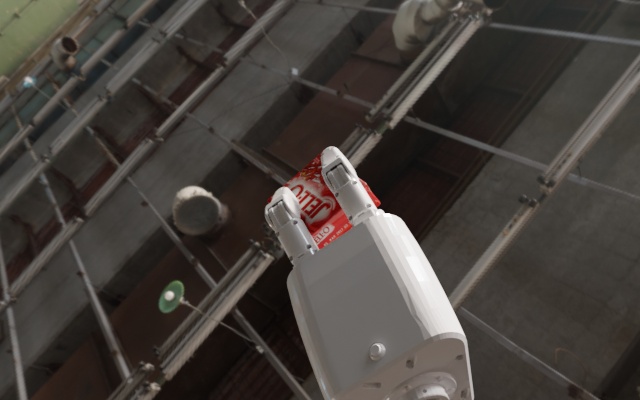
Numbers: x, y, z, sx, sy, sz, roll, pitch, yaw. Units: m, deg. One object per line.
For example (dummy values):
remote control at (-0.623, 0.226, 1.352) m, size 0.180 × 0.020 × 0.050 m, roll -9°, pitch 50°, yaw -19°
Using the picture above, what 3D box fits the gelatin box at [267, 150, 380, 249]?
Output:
gelatin box at (0.000, 0.002, 0.424) m, size 0.030 × 0.073 × 0.089 m, roll 49°, pitch -2°, yaw -35°
